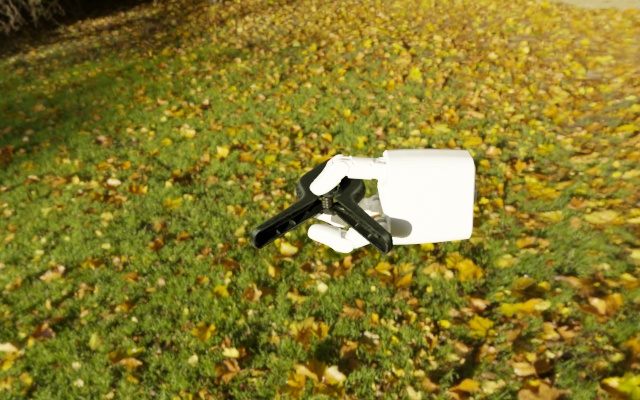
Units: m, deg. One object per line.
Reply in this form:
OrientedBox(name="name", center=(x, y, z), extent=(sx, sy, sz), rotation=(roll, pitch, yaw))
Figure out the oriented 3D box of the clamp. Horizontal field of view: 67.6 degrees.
OrientedBox(name="clamp", center=(0.000, 0.001, 0.622), extent=(0.164, 0.036, 0.209), rotation=(-1, 32, 0))
